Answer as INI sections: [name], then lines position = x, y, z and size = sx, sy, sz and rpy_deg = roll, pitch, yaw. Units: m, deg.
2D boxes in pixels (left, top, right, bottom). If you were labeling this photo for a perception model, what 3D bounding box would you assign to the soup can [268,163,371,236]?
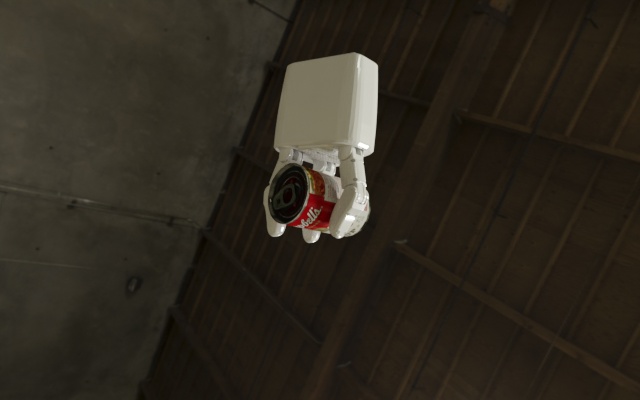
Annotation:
[soup can]
position = 0.000, 0.002, 0.549
size = 0.102, 0.068, 0.068
rpy_deg = 15, -10, -42
